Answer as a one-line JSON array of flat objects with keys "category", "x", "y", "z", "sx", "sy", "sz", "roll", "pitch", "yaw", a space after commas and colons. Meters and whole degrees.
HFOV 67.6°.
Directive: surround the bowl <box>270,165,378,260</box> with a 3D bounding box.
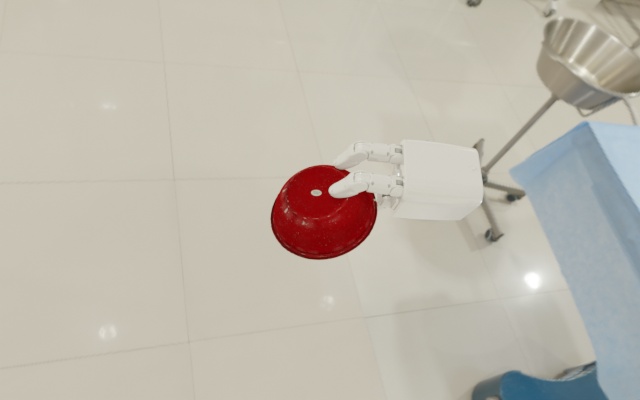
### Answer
[{"category": "bowl", "x": -0.001, "y": 0.002, "z": 0.689, "sx": 0.162, "sy": 0.162, "sz": 0.055, "roll": 0, "pitch": -34, "yaw": 11}]
